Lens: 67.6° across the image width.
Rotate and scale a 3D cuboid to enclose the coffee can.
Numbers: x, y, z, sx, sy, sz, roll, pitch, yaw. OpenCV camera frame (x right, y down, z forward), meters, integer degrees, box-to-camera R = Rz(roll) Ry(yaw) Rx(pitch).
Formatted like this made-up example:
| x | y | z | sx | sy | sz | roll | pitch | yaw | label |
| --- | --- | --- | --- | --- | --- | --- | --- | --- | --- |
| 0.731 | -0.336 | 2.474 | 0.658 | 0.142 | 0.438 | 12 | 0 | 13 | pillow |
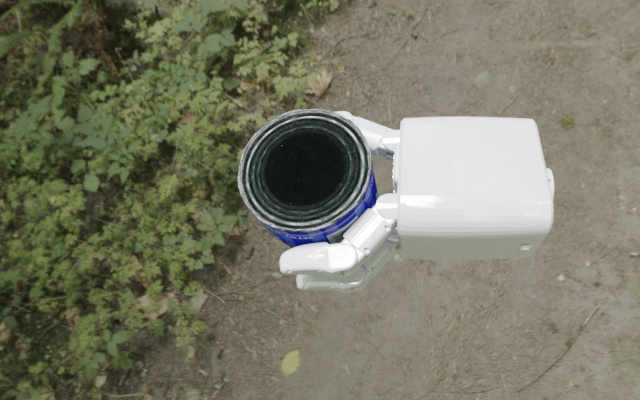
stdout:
| x | y | z | sx | sy | sz | roll | pitch | yaw | label |
| --- | --- | --- | --- | --- | --- | --- | --- | --- | --- |
| 0.000 | 0.001 | 0.417 | 0.103 | 0.102 | 0.140 | 0 | -22 | 12 | coffee can |
